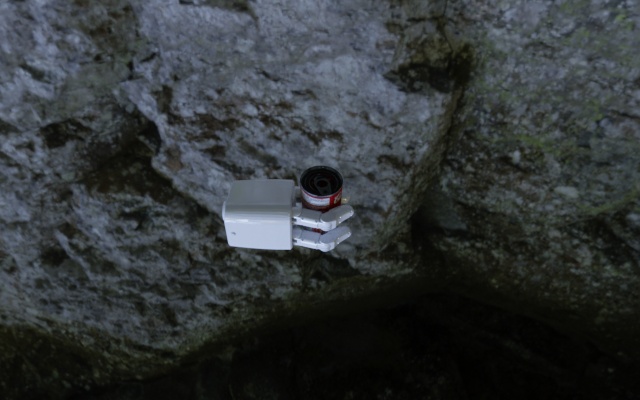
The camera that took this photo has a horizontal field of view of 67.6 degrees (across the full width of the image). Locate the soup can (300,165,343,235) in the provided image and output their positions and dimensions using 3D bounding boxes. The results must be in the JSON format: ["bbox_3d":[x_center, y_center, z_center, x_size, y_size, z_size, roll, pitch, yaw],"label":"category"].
[{"bbox_3d":[0.001,0.003,0.784,0.068,0.068,0.102,0,-42,-2],"label":"soup can"}]
